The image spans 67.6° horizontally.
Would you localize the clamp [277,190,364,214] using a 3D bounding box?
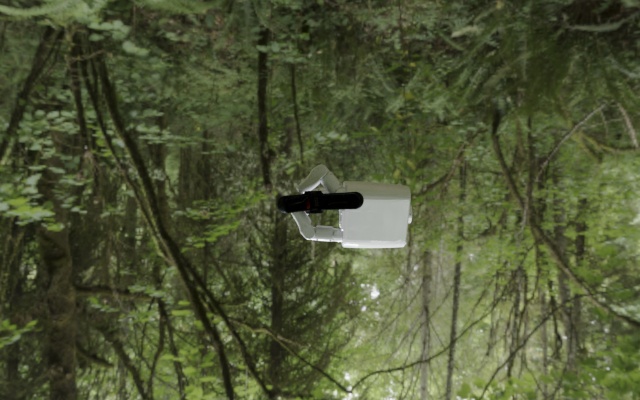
[{"bbox_3d":[0.000,0.003,0.729,0.120,0.039,0.171,3,3,-1],"label":"clamp"}]
